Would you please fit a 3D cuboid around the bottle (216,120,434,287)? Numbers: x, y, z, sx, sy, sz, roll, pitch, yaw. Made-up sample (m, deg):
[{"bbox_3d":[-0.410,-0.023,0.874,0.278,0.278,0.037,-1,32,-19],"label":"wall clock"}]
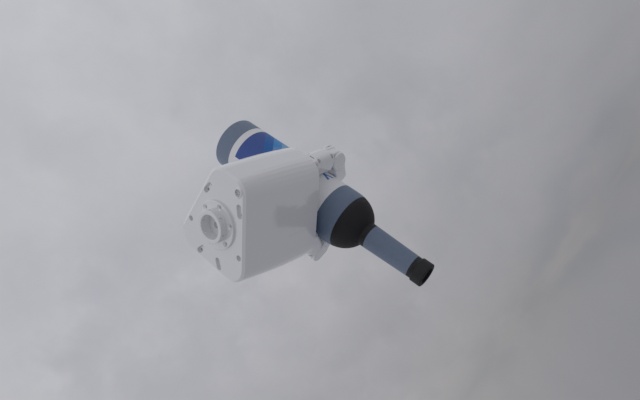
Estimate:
[{"bbox_3d":[0.000,0.002,0.551,0.295,0.069,0.069,35,17,26],"label":"bottle"}]
